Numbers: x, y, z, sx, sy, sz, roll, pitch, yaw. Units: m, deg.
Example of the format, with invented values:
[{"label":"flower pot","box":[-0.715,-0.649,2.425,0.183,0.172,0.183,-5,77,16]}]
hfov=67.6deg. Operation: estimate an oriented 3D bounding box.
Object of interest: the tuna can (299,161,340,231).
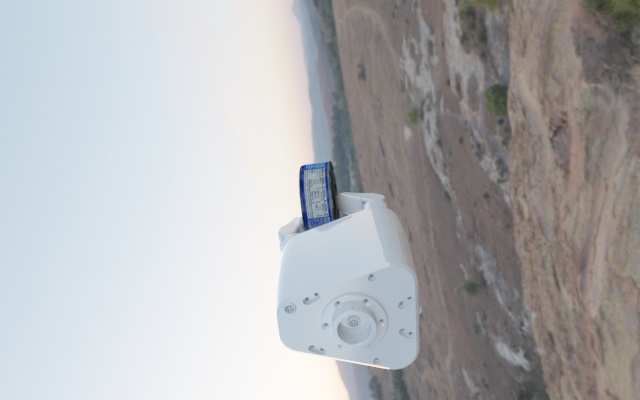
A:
[{"label":"tuna can","box":[0.000,0.002,0.515,0.034,0.086,0.086,-6,-1,6]}]
